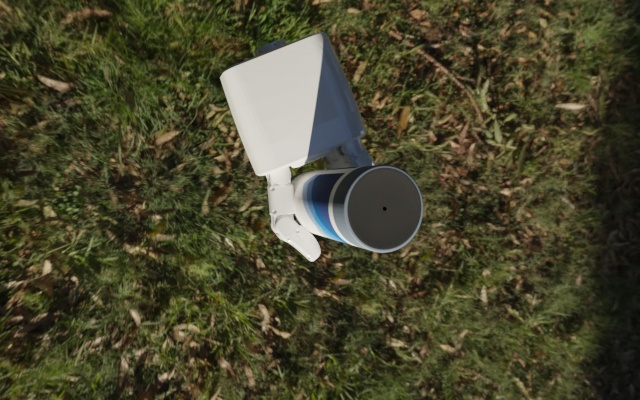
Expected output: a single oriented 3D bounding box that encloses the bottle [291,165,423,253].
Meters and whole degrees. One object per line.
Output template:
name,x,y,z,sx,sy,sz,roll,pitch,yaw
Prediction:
bottle,0.000,0.002,0.496,0.069,0.069,0.295,0,2,-19
